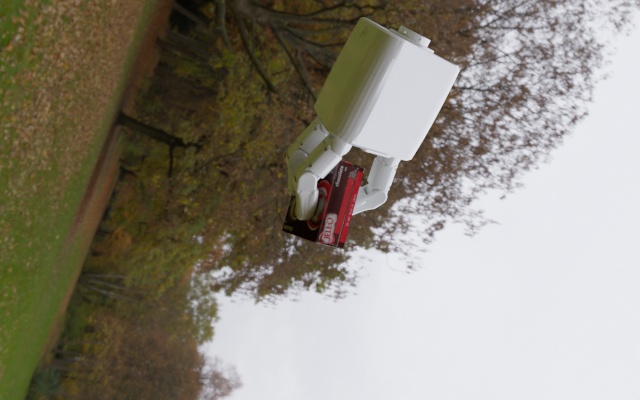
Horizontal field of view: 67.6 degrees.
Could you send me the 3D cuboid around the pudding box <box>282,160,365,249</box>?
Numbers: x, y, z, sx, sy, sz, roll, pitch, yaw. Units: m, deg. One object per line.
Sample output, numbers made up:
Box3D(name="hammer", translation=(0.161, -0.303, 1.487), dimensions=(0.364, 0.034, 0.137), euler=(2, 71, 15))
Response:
Box3D(name="pudding box", translation=(0.000, 0.002, 0.538), dimensions=(0.039, 0.090, 0.113), euler=(17, -4, -21))
